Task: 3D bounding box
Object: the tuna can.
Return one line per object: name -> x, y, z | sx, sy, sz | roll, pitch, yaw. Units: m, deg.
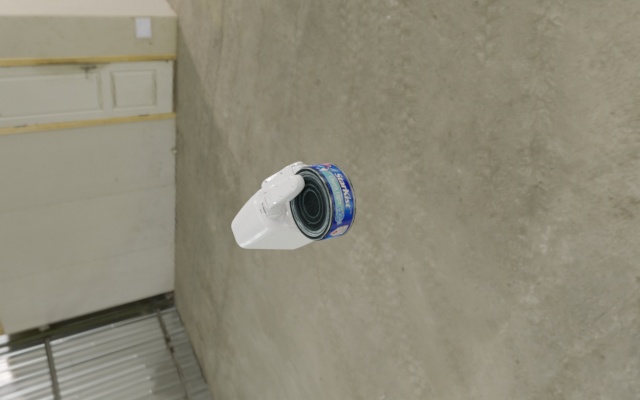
tuna can -> 0.000, 0.002, 0.539 | 0.034, 0.086, 0.086 | -11, 6, -36
